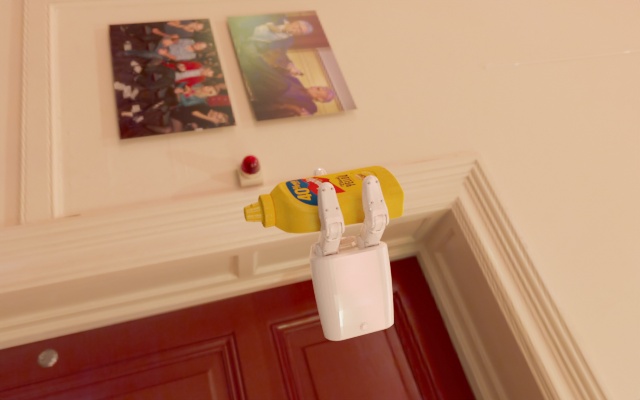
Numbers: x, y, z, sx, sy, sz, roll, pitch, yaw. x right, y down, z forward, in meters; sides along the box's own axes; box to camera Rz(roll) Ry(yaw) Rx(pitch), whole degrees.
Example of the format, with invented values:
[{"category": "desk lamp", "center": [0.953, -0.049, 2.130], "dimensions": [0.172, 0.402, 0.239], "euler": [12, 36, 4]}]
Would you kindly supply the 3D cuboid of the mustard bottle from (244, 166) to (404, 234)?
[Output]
[{"category": "mustard bottle", "center": [0.000, 0.002, 0.598], "dimensions": [0.191, 0.058, 0.096], "euler": [-10, 31, -15]}]
